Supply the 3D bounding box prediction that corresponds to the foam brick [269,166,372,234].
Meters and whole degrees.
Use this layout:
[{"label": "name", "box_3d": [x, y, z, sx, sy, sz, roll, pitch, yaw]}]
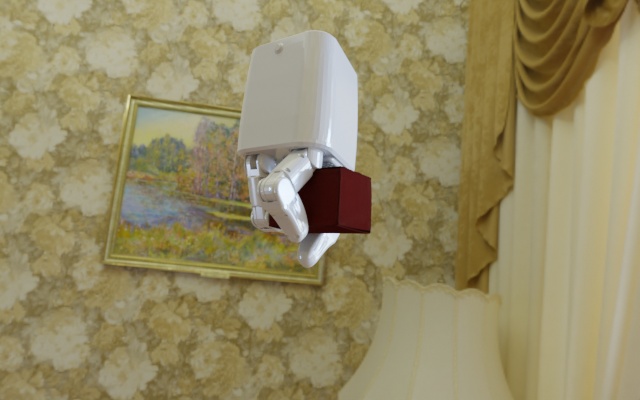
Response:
[{"label": "foam brick", "box_3d": [0.000, 0.001, 0.426, 0.078, 0.051, 0.053, -2, -12, 36]}]
